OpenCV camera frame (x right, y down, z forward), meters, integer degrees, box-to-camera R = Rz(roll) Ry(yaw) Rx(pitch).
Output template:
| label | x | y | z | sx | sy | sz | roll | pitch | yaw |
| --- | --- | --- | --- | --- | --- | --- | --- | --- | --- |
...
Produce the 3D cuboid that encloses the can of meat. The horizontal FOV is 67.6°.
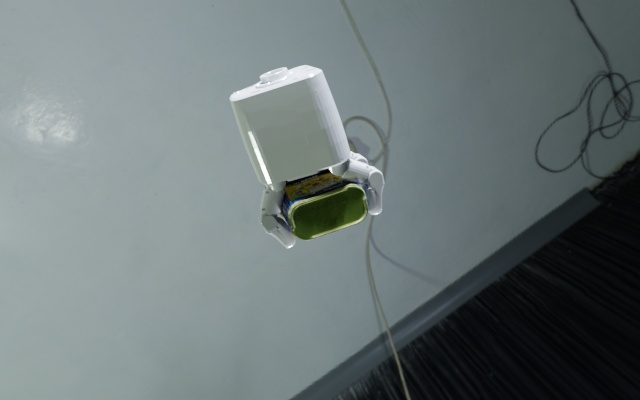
| label | x | y | z | sx | sy | sz | roll | pitch | yaw |
| --- | --- | --- | --- | --- | --- | --- | --- | --- | --- |
| can of meat | 0.000 | 0.002 | 0.596 | 0.102 | 0.057 | 0.084 | -19 | 23 | -9 |
